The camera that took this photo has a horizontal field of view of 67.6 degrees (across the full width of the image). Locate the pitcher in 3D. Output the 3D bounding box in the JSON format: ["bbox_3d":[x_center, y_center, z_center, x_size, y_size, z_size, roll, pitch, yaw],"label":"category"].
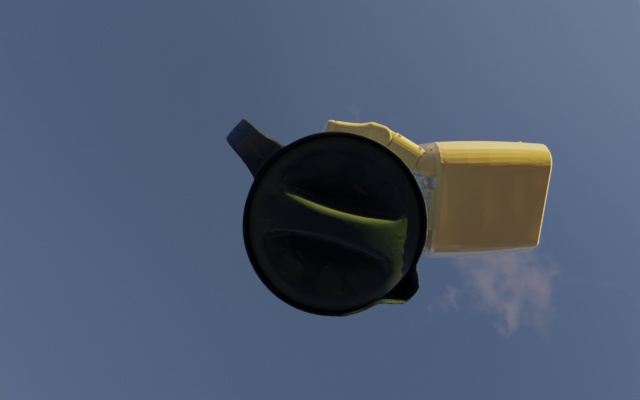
[{"bbox_3d":[0.000,0.002,0.452,0.145,0.149,0.243,-3,5,-2],"label":"pitcher"}]
